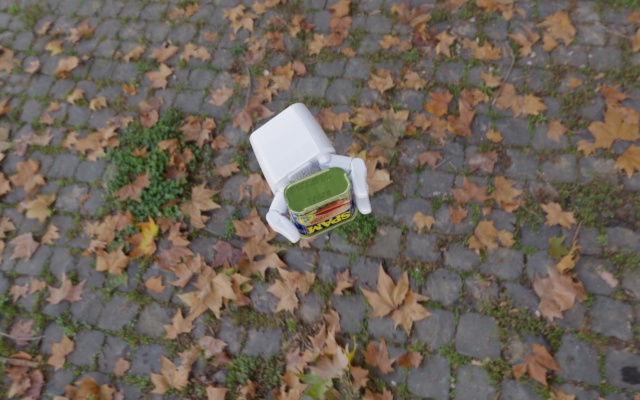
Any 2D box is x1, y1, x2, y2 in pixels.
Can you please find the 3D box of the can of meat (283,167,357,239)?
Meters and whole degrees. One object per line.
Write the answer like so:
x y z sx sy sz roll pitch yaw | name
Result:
0.000 0.002 0.702 0.102 0.057 0.084 -23 -28 -4 | can of meat
